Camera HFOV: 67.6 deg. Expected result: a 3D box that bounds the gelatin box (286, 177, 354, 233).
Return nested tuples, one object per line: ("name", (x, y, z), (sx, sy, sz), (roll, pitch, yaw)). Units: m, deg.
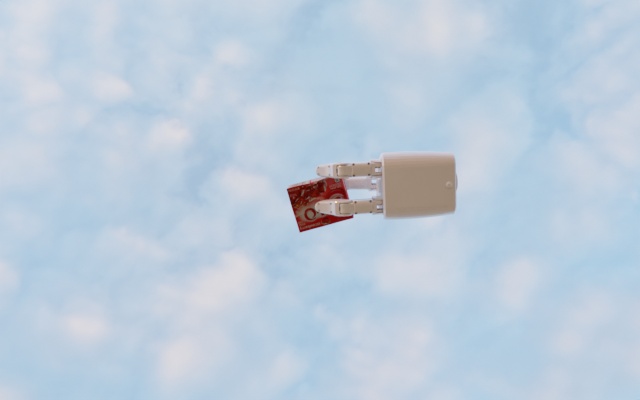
("gelatin box", (0.000, 0.002, 0.739), (0.089, 0.073, 0.030), (-15, 12, 7))
